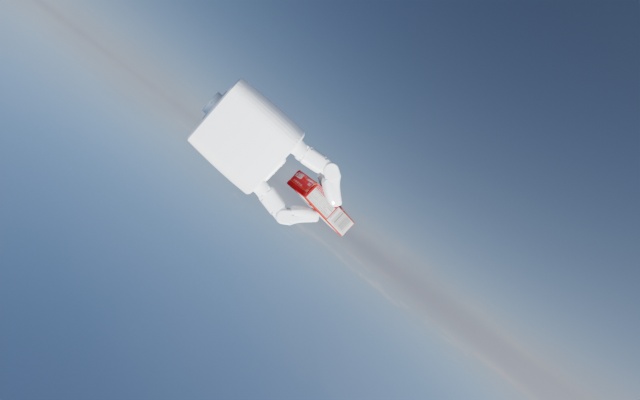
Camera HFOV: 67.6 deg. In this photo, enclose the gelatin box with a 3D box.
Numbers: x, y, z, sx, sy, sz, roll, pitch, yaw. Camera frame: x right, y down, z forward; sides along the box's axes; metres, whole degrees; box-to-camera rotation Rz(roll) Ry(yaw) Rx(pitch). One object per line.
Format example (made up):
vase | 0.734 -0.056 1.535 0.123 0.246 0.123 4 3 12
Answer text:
gelatin box | 0.000 0.003 0.675 0.089 0.030 0.073 47 -4 -27
